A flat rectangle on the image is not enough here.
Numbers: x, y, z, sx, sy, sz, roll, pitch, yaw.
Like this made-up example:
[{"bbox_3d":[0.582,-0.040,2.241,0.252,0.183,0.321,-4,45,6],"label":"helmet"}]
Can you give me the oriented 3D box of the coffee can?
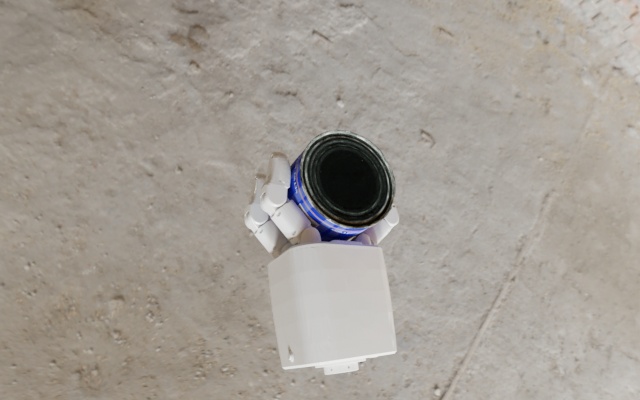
[{"bbox_3d":[0.000,0.002,0.514,0.103,0.102,0.140,0,-20,-25],"label":"coffee can"}]
